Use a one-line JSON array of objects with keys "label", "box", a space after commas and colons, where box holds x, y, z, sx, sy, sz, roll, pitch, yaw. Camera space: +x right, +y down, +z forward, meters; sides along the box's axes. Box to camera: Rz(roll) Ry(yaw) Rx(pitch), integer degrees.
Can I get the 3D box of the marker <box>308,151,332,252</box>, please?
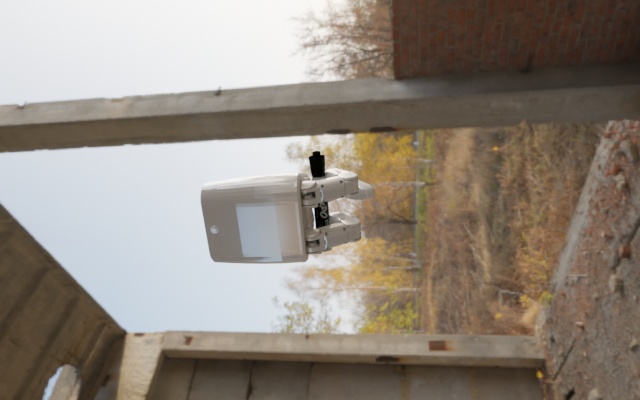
[{"label": "marker", "box": [0.000, 0.002, 0.559, 0.020, 0.121, 0.020, -4, 19, 2]}]
